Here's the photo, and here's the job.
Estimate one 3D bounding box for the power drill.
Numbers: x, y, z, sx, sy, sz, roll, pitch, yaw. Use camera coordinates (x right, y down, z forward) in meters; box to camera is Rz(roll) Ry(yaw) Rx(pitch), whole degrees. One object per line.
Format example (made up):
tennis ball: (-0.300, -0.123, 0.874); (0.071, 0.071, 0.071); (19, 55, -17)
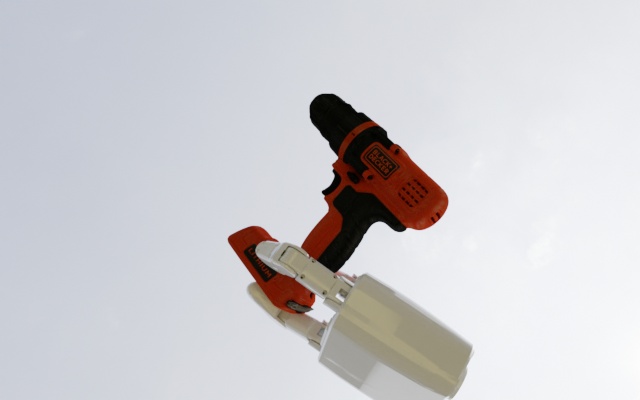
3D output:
power drill: (0.000, 0.002, 0.466); (0.184, 0.187, 0.057); (49, 7, 31)
